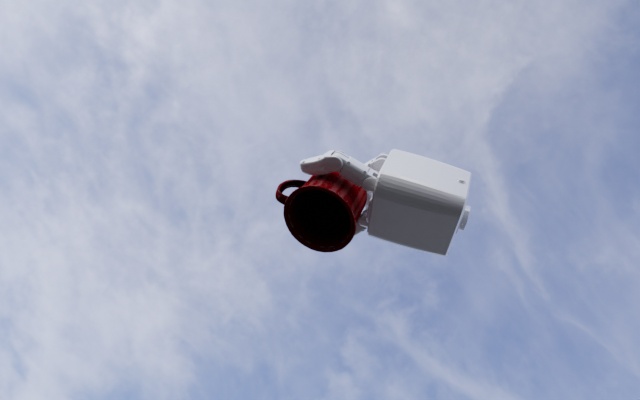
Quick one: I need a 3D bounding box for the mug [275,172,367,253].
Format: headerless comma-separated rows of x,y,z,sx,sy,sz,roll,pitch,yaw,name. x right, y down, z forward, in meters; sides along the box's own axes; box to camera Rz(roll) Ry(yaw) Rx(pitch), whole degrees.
-0.001,0.002,0.610,0.117,0.093,0.081,17,33,13,mug
